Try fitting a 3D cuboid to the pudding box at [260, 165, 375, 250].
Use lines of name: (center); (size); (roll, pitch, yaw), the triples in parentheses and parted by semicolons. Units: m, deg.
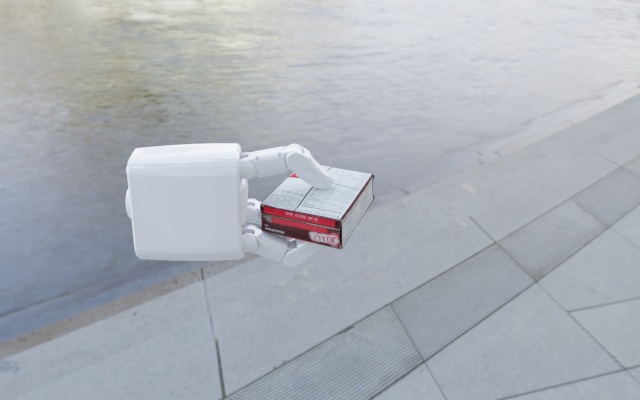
pudding box: (0.000, 0.002, 0.512); (0.090, 0.039, 0.113); (12, 33, 19)
